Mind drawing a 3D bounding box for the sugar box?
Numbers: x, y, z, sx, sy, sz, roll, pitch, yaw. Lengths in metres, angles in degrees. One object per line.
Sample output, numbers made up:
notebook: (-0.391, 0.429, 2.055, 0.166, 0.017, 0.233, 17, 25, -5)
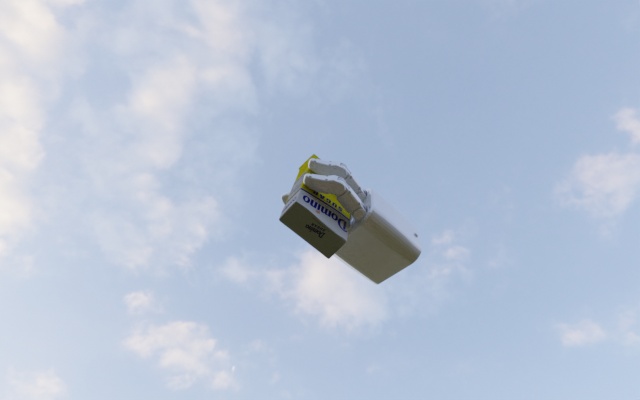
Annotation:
sugar box: (0.001, 0.002, 0.716, 0.093, 0.048, 0.176, 39, 23, -13)
